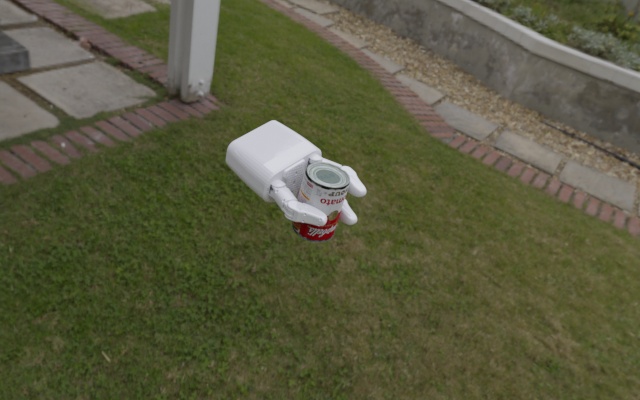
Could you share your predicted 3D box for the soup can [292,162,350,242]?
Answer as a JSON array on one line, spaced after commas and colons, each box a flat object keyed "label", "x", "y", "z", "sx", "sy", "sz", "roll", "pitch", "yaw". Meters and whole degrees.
[{"label": "soup can", "x": 0.000, "y": 0.002, "z": 0.710, "sx": 0.068, "sy": 0.102, "sz": 0.068, "roll": 11, "pitch": 35, "yaw": -8}]
